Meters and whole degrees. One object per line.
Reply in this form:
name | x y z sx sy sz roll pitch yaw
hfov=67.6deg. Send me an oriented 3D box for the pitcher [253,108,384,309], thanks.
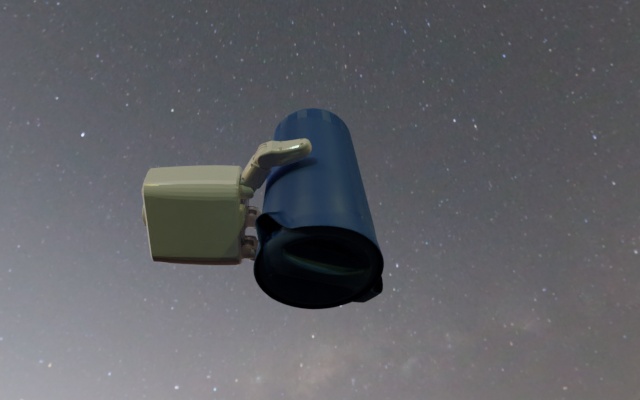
pitcher | 0.000 0.002 0.575 0.145 0.149 0.242 0 42 -3
